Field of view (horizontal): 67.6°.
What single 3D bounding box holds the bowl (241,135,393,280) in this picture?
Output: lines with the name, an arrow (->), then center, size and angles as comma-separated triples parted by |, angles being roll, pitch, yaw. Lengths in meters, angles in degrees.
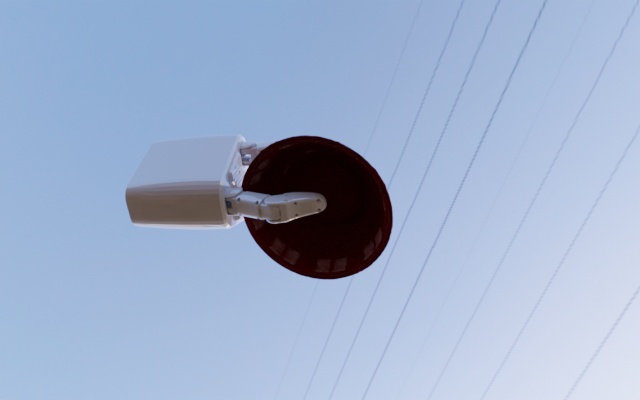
bowl -> 0.001, 0.002, 0.506 | 0.162, 0.162, 0.055 | 0, 25, 18
